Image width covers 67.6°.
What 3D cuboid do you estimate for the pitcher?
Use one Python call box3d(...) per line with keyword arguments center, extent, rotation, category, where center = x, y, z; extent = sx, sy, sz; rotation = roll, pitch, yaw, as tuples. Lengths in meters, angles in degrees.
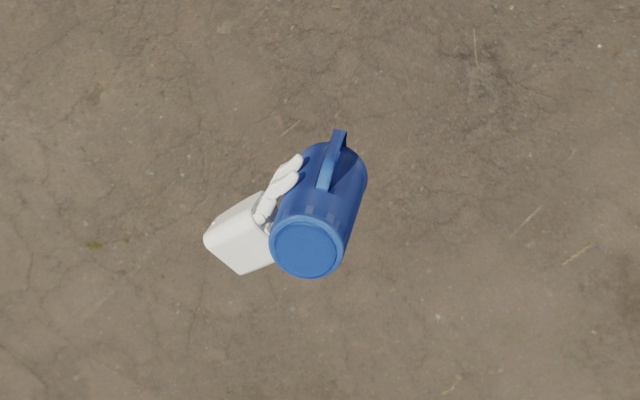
box3d(center=(0.000, 0.003, 0.752), extent=(0.145, 0.149, 0.242), rotation=(-25, 21, 22), category="pitcher")
